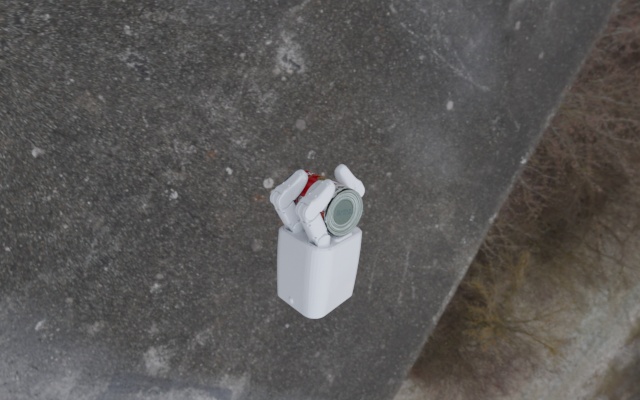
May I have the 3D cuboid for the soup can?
[{"bbox_3d":[0.000,0.002,0.659,0.068,0.068,0.102,0,17,-41],"label":"soup can"}]
